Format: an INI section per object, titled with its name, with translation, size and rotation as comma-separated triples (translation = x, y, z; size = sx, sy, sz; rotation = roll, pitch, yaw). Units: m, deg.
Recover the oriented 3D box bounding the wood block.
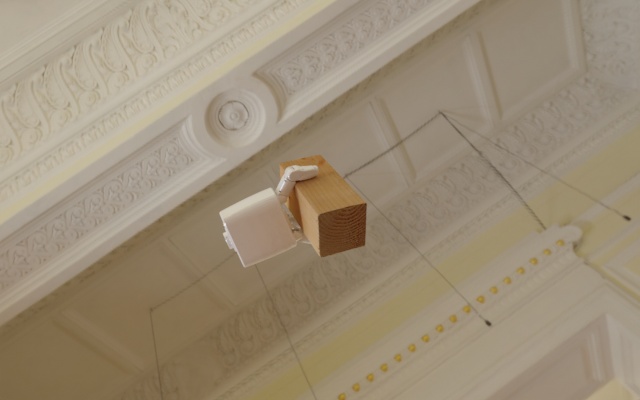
[wood block]
translation = 0.000, 0.003, 0.883
size = 0.090, 0.091, 0.206
rotation = -13, 33, -18
